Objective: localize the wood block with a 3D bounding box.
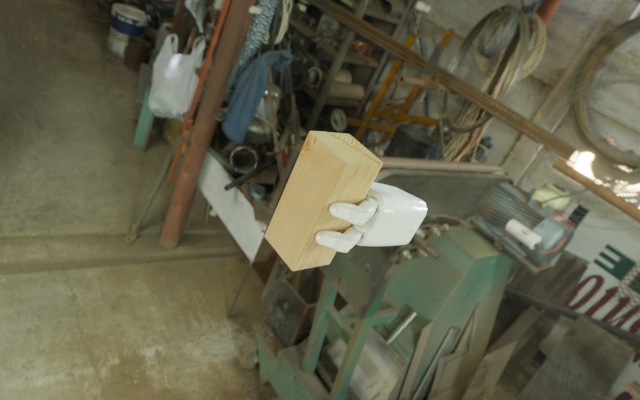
[{"bbox_3d":[0.000,0.002,0.762,0.090,0.206,0.090,-4,39,-43],"label":"wood block"}]
